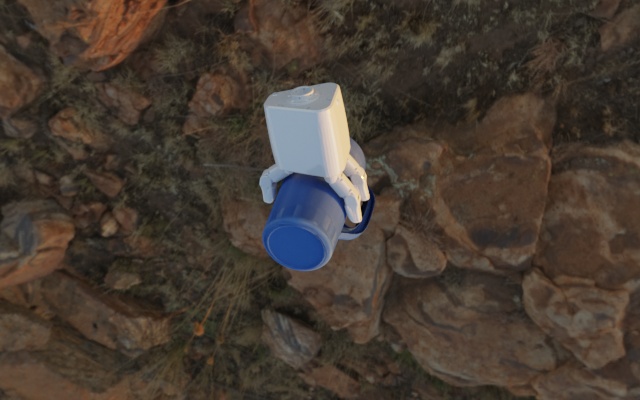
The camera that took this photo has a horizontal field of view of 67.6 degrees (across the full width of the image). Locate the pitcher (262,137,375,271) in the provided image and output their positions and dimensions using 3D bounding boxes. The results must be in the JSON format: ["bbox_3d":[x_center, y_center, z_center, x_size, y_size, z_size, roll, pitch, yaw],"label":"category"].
[{"bbox_3d":[0.000,0.002,0.788,0.149,0.145,0.242,0,37,16],"label":"pitcher"}]
